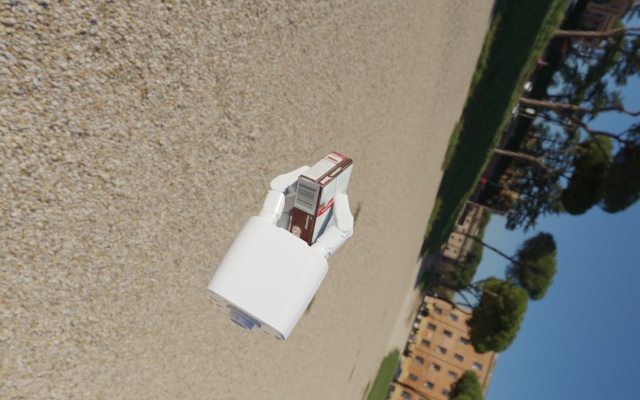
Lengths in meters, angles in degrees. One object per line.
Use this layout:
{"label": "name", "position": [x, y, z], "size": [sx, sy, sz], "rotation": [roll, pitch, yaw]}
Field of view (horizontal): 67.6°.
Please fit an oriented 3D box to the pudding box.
{"label": "pudding box", "position": [0.000, 0.002, 0.643], "size": [0.039, 0.114, 0.090], "rotation": [26, 37, 18]}
